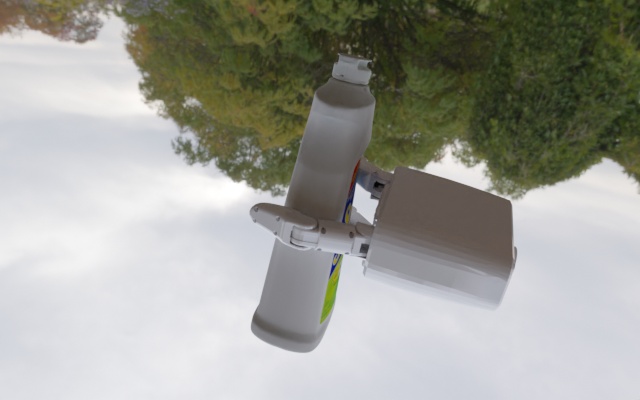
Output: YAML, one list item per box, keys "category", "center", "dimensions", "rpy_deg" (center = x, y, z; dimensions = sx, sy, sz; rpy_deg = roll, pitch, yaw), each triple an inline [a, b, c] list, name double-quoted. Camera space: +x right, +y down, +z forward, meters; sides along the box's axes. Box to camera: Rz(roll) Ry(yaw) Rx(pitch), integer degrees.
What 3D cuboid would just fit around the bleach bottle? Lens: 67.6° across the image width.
- category: "bleach bottle"
  center: [0.000, 0.001, 0.420]
  dimensions: [0.068, 0.251, 0.102]
  rpy_deg: [16, 21, 10]
